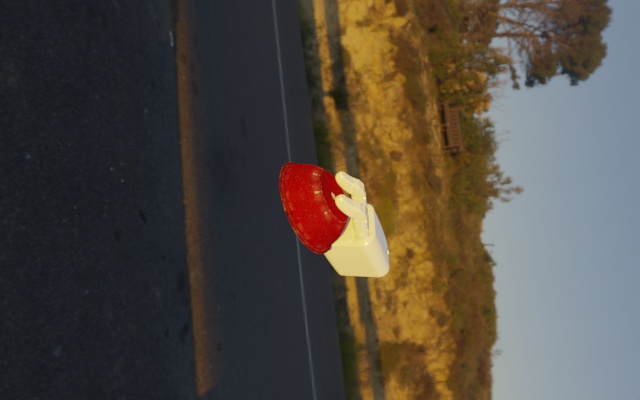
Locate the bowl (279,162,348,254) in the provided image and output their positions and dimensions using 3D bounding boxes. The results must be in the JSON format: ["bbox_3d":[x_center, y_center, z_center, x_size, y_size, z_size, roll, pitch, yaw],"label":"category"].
[{"bbox_3d":[0.000,0.002,0.778,0.055,0.162,0.162,-23,-9,23],"label":"bowl"}]
